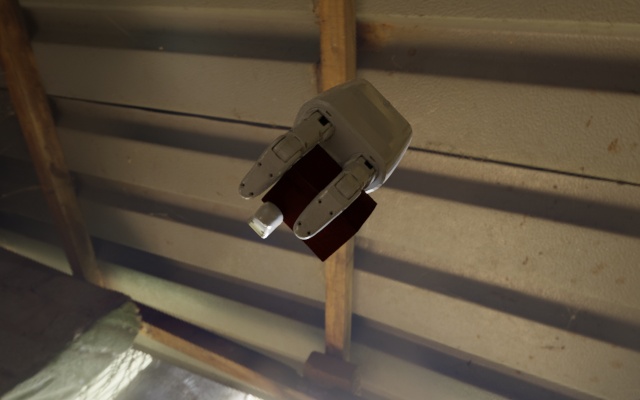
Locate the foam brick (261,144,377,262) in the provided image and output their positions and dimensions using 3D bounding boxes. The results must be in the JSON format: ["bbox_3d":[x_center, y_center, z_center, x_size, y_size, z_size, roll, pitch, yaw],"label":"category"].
[{"bbox_3d":[0.000,0.002,0.415,0.053,0.078,0.051,-43,2,38],"label":"foam brick"}]
